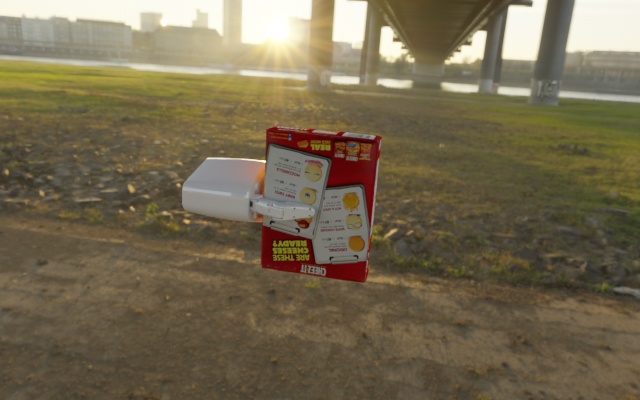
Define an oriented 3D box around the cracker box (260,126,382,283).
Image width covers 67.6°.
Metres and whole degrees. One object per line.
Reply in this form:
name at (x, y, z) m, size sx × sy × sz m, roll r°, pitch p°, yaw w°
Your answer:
cracker box at (0.000, 0.002, 0.717) m, size 0.164 × 0.214 × 0.072 m, roll 7°, pitch 16°, yaw 11°
